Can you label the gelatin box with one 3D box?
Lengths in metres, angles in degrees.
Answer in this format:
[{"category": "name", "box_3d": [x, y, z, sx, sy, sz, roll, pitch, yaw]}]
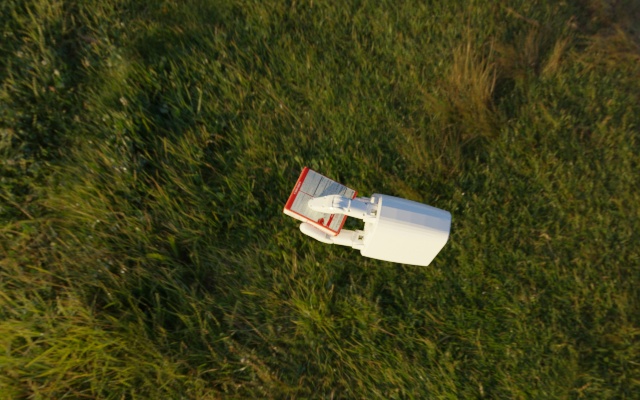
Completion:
[{"category": "gelatin box", "box_3d": [0.000, 0.002, 0.711, 0.089, 0.073, 0.030, 26, -15, -2]}]
